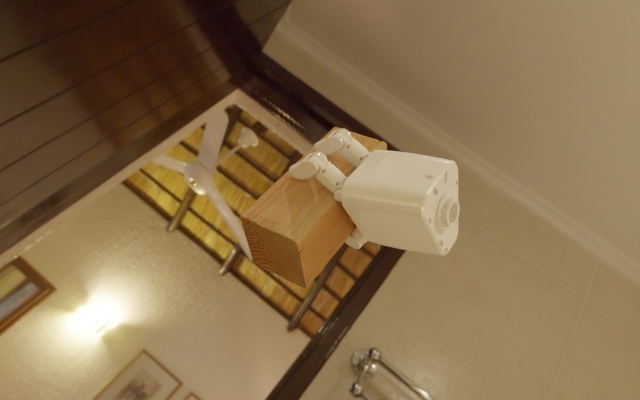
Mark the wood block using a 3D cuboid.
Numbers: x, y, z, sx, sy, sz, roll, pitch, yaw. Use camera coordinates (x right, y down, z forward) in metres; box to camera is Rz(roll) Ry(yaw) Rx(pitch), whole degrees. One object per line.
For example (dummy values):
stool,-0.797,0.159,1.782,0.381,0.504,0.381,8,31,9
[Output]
wood block,0.001,0.002,0.635,0.090,0.091,0.206,22,50,28
